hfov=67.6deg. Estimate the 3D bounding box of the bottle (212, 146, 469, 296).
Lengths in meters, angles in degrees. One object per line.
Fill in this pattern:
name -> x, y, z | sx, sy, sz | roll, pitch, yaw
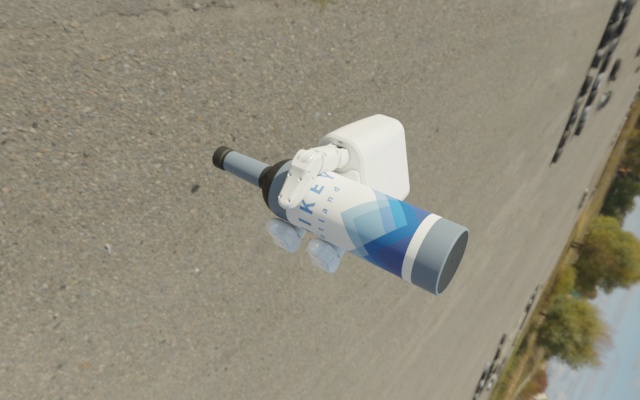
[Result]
bottle -> 0.000, 0.002, 0.494 | 0.295, 0.069, 0.069 | 24, 12, 28
